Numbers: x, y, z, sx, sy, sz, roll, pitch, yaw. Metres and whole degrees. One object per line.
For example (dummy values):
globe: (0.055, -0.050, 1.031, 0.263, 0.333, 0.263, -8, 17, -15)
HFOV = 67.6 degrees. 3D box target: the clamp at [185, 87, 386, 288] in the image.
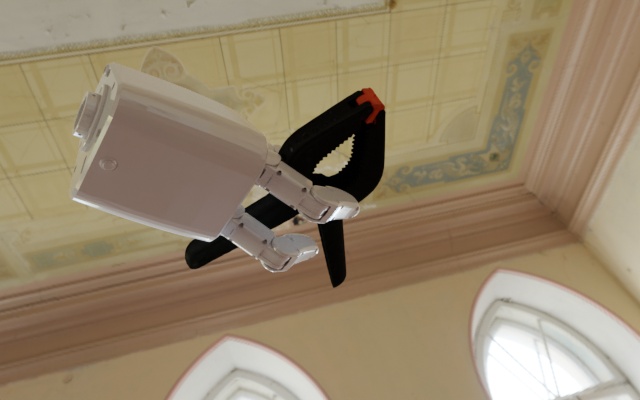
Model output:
clamp: (0.000, 0.000, 0.418, 0.164, 0.210, 0.036, 19, 31, -34)
